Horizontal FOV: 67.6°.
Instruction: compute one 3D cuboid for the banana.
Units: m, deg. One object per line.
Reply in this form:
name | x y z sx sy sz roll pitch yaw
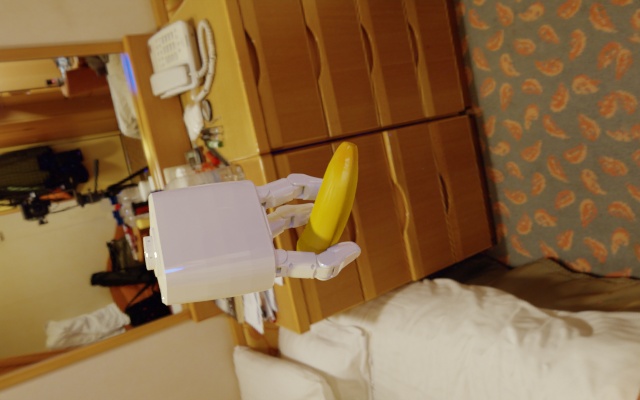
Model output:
banana | 0.002 0.020 0.512 0.037 0.069 0.198 1 -30 -17
